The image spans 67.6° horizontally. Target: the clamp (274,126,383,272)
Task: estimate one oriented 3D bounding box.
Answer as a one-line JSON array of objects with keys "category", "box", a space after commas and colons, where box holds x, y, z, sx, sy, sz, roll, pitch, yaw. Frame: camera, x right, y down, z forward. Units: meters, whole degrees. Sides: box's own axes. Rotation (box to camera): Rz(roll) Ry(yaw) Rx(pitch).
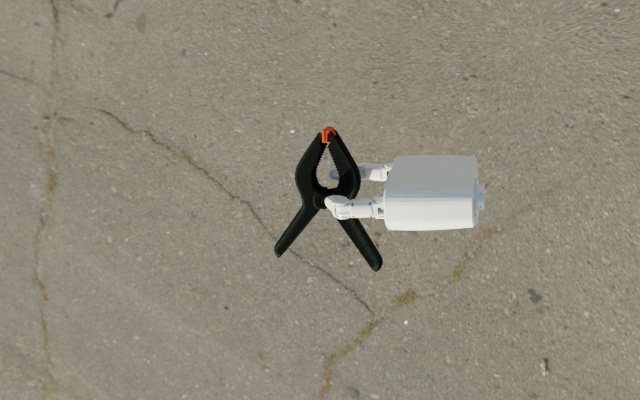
[{"category": "clamp", "box": [0.000, 0.002, 0.679, 0.164, 0.210, 0.036, -1, 17, 18]}]
